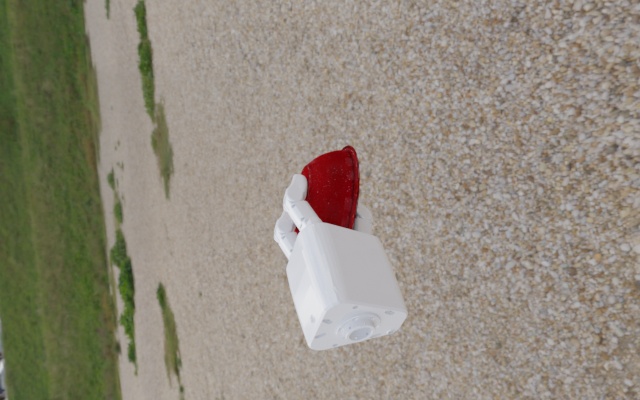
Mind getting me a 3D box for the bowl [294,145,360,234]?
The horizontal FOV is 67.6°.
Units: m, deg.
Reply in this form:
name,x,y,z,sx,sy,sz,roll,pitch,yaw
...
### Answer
name,x,y,z,sx,sy,sz,roll,pitch,yaw
bowl,-0.001,0.001,0.634,0.055,0.162,0.162,9,-2,-13
